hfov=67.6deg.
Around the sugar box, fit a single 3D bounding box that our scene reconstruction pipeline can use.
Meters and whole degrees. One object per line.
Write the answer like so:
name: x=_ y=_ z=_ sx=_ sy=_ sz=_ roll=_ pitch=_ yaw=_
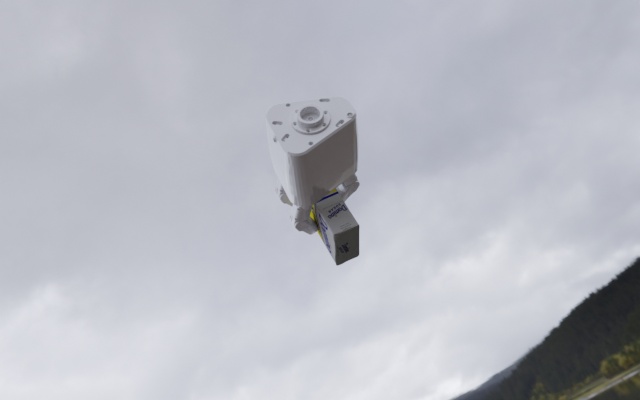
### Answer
sugar box: x=0.000 y=0.002 z=0.721 sx=0.048 sy=0.176 sz=0.093 roll=-22 pitch=-33 yaw=-10
